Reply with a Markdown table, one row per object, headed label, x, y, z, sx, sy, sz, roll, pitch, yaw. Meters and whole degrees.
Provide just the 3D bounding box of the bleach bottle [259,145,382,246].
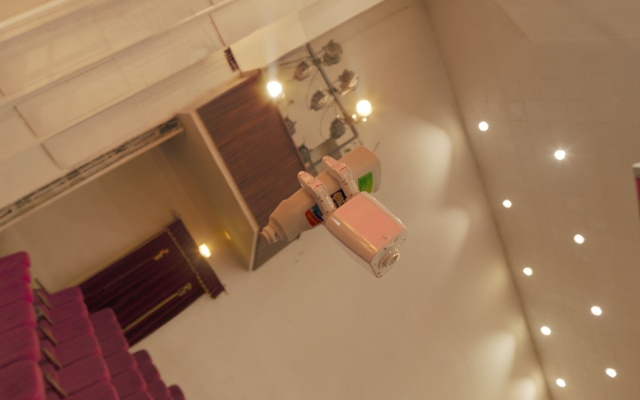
| label | x | y | z | sx | sy | sz | roll | pitch | yaw |
| --- | --- | --- | --- | --- | --- | --- | --- | --- | --- |
| bleach bottle | 0.000 | 0.003 | 0.858 | 0.250 | 0.103 | 0.068 | -36 | 58 | -22 |
